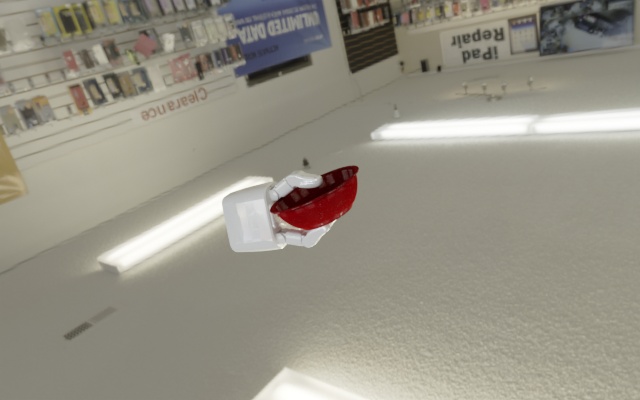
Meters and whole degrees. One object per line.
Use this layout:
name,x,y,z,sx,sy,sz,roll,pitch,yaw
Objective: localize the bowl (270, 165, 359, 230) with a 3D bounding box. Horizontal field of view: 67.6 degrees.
bowl,0.001,0.003,0.785,0.162,0.055,0.162,-25,13,6
